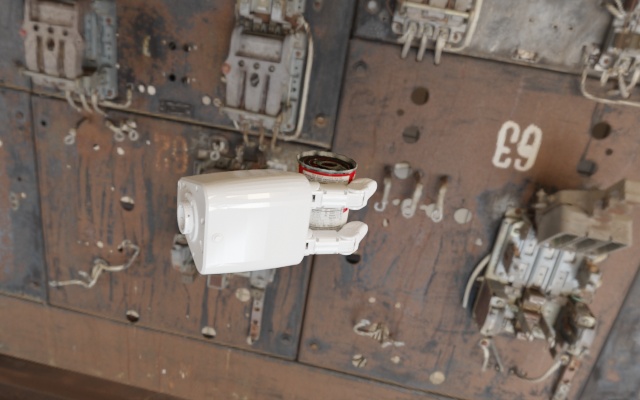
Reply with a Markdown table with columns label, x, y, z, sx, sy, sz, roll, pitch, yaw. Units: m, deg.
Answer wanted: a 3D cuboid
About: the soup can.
| label | x | y | z | sx | sy | sz | roll | pitch | yaw |
| --- | --- | --- | --- | --- | --- | --- | --- | --- | --- |
| soup can | 0.000 | 0.002 | 0.547 | 0.068 | 0.102 | 0.068 | 7 | 22 | -3 |
